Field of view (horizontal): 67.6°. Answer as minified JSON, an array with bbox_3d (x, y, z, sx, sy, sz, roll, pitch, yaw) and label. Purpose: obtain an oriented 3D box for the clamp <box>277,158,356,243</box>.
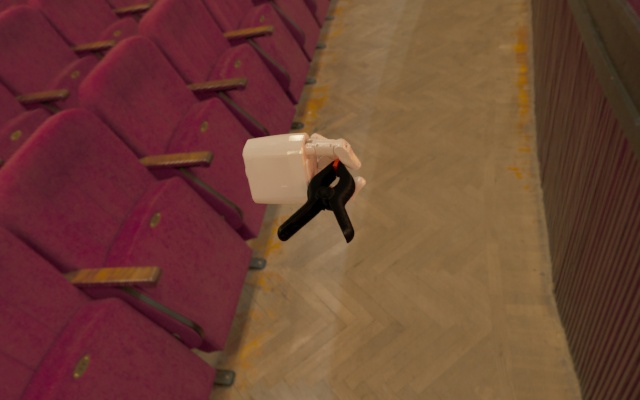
[{"bbox_3d":[0.000,0.002,0.748,0.120,0.039,0.171,-2,42,13],"label":"clamp"}]
